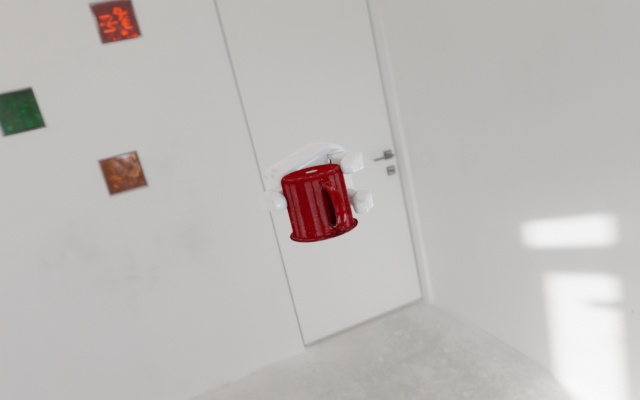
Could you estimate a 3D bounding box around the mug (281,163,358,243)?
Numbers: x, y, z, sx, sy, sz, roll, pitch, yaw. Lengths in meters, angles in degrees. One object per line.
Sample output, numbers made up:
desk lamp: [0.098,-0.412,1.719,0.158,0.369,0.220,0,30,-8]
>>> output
mug: [0.000,0.002,0.609,0.093,0.081,0.117,-17,14,-18]
